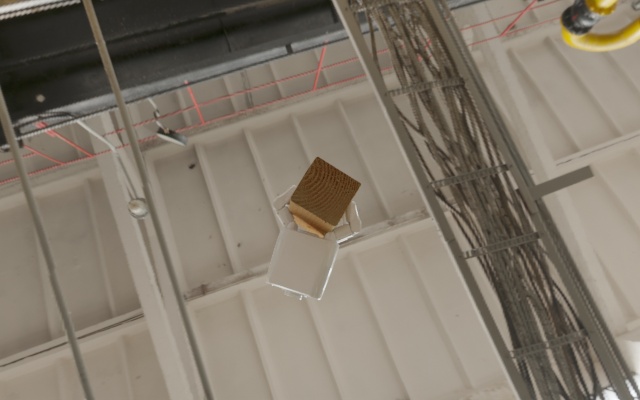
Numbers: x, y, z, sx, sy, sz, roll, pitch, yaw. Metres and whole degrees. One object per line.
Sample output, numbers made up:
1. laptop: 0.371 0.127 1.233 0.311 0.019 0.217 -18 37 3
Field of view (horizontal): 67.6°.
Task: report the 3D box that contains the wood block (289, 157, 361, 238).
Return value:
1. wood block: 0.000 0.003 0.885 0.091 0.090 0.206 31 -12 1
